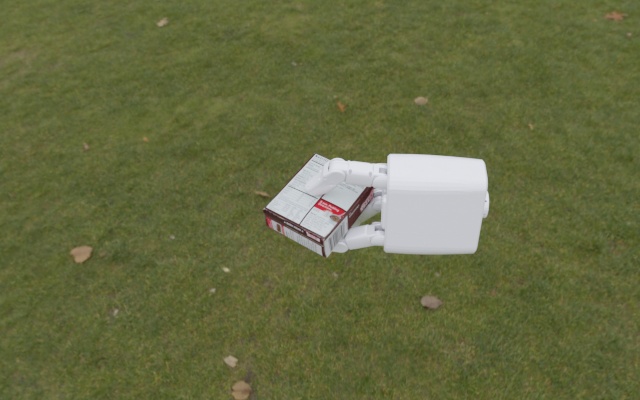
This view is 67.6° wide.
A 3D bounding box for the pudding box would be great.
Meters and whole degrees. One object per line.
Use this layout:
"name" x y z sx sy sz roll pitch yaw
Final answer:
"pudding box" 0.000 0.002 0.577 0.090 0.039 0.113 26 55 24
